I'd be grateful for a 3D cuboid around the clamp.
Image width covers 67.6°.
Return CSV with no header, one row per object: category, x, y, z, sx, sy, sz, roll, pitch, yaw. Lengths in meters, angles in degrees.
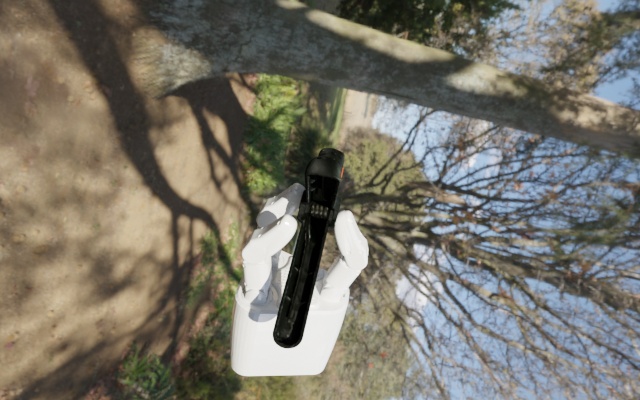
clamp,0.001,0.002,0.428,0.036,0.165,0.209,14,33,1
